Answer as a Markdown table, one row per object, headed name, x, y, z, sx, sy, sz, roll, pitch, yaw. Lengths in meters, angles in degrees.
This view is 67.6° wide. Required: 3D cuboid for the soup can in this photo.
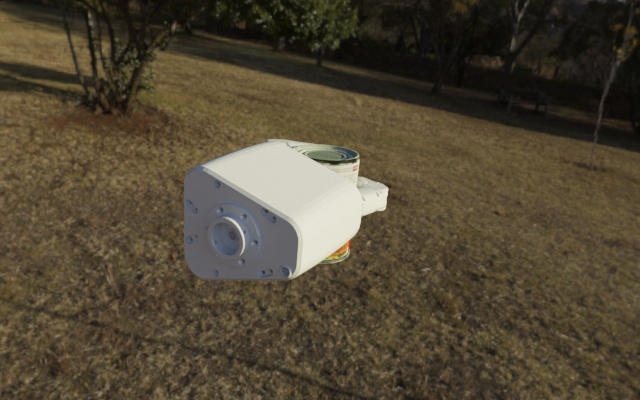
| name | x | y | z | sx | sy | sz | roll | pitch | yaw |
| --- | --- | --- | --- | --- | --- | --- | --- | --- | --- |
| soup can | 0.000 | 0.001 | 0.469 | 0.068 | 0.102 | 0.068 | 5 | 19 | -2 |
